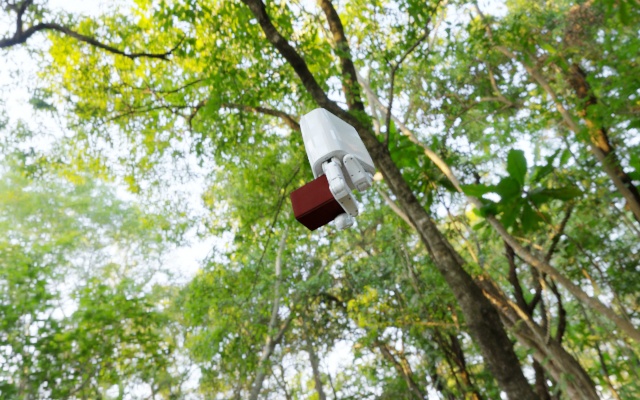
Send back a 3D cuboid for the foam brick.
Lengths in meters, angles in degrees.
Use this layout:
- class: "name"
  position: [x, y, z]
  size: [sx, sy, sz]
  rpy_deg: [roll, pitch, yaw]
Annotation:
- class: "foam brick"
  position: [0.000, 0.003, 0.744]
  size: [0.078, 0.051, 0.053]
  rpy_deg: [-28, -37, 13]
